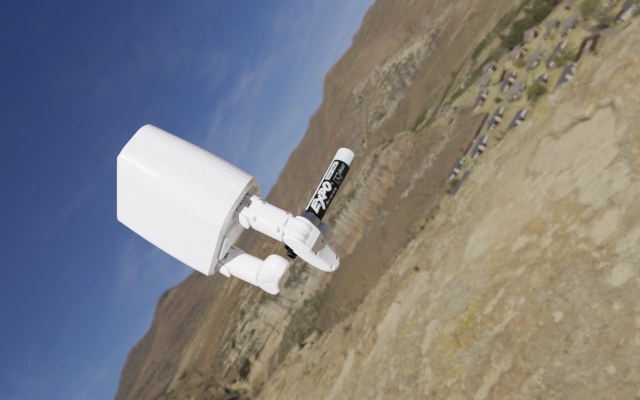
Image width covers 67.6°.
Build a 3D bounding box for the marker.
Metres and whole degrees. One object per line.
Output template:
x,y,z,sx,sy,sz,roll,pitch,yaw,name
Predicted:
0.000,0.001,0.441,0.020,0.121,0.020,23,-27,13,marker
